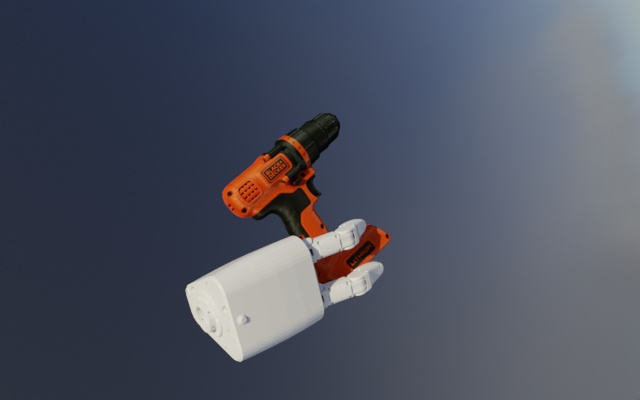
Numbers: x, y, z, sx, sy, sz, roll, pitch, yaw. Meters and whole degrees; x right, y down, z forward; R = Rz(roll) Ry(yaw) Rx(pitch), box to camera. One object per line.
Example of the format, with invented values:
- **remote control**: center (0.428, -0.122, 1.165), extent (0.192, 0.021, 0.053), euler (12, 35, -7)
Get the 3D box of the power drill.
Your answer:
- **power drill**: center (0.000, 0.002, 0.601), extent (0.184, 0.187, 0.057), euler (-42, 4, -20)
